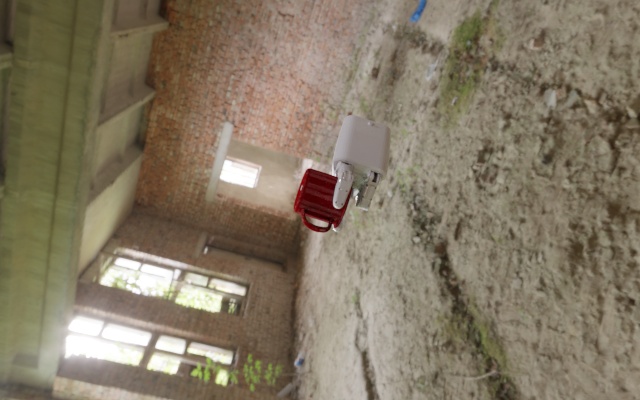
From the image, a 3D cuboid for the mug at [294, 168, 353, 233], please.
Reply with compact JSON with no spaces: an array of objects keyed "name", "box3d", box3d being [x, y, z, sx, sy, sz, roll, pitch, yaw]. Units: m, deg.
[{"name":"mug","box3d":[0.000,0.004,0.827,0.081,0.117,0.093,18,-32,-7]}]
